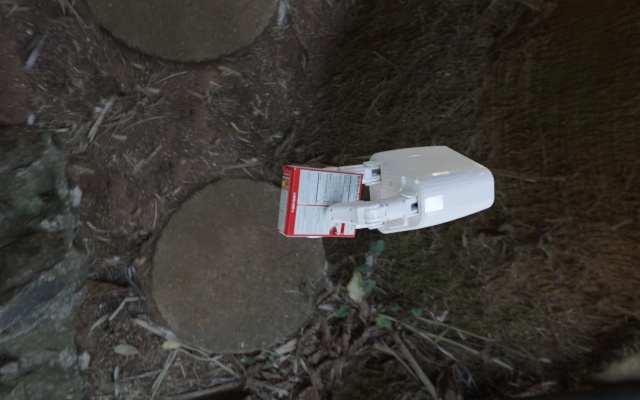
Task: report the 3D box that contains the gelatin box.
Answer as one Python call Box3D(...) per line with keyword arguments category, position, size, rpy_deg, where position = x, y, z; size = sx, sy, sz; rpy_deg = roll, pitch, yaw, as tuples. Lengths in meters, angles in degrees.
Box3D(category="gelatin box", position=(0.000, 0.002, 0.524), size=(0.089, 0.073, 0.030), rpy_deg=(3, 8, -30))
